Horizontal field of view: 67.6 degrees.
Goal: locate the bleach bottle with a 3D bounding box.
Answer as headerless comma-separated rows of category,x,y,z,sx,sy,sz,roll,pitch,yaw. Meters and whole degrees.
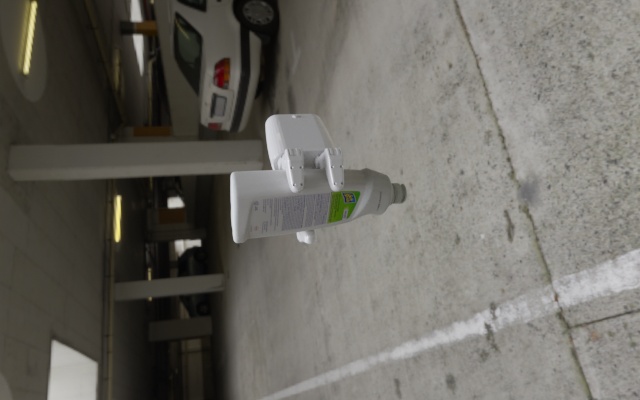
bleach bottle,0.000,0.002,0.686,0.251,0.103,0.068,-3,42,-13
